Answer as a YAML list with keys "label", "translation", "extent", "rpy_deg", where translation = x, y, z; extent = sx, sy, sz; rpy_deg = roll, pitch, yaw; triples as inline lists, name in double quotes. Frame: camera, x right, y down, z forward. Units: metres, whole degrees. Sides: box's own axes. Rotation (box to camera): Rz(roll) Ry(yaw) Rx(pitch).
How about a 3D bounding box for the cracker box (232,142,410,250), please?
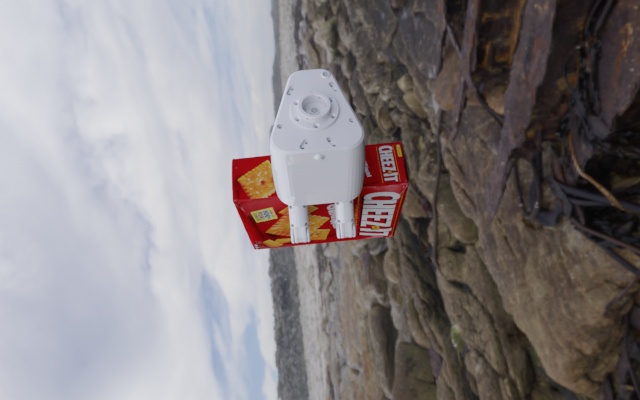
- label: "cracker box"
  translation: [0.000, 0.002, 0.647]
  extent: [0.214, 0.072, 0.164]
  rpy_deg: [-5, -27, -1]
